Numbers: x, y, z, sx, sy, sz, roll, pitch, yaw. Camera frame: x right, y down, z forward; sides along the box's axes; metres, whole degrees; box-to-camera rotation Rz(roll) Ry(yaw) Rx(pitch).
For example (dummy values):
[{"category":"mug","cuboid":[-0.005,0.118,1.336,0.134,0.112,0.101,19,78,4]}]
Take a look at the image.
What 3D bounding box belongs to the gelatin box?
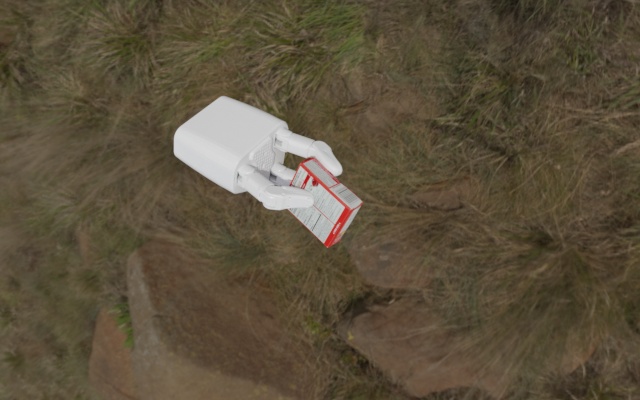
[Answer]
[{"category":"gelatin box","cuboid":[0.000,0.002,0.589,0.089,0.073,0.030,43,42,17]}]
